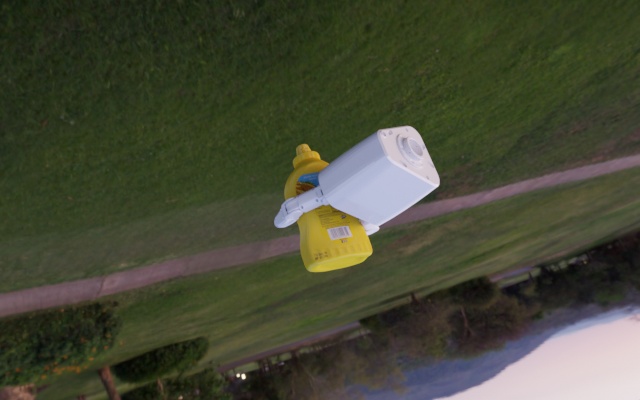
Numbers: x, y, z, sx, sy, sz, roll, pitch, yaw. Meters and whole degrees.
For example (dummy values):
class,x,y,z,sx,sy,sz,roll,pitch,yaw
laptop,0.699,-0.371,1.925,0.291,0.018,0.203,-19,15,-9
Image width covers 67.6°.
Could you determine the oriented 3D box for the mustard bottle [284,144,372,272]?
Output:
class,x,y,z,sx,sy,sz,roll,pitch,yaw
mustard bottle,0.000,0.003,0.685,0.096,0.191,0.058,-8,-24,-24
